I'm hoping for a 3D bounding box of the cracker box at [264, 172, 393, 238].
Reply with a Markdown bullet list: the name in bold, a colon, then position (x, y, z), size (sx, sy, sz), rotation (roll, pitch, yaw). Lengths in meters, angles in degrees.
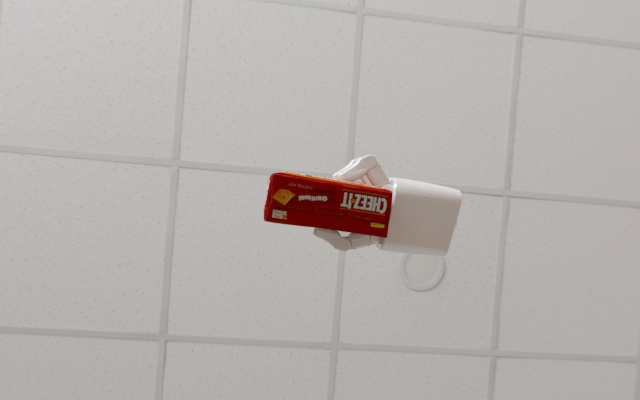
- **cracker box**: position (0.000, 0.003, 0.714), size (0.164, 0.072, 0.213), rotation (8, 0, -7)
